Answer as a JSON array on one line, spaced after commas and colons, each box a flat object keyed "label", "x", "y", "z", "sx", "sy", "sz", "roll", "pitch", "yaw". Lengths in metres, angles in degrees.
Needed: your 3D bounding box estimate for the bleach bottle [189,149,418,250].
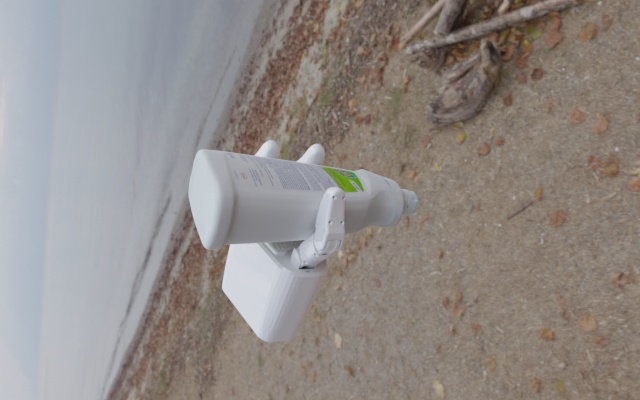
[{"label": "bleach bottle", "x": 0.000, "y": 0.002, "z": 0.494, "sx": 0.251, "sy": 0.068, "sz": 0.102, "roll": 3, "pitch": 33, "yaw": -29}]
